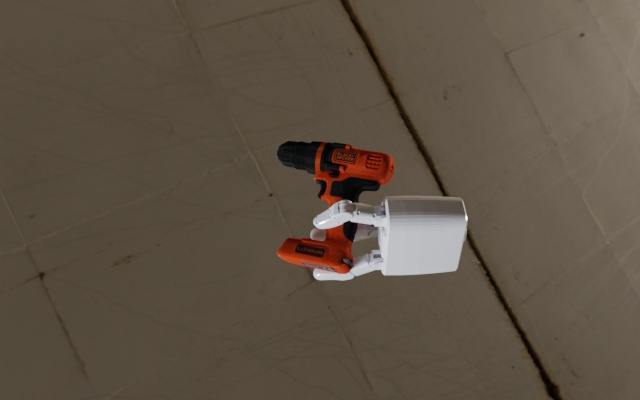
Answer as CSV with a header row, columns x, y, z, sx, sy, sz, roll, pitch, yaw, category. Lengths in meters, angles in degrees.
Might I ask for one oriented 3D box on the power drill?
x,y,z,sx,sy,sz,roll,pitch,yaw,category
0.000,0.003,0.696,0.184,0.187,0.057,10,-15,22,power drill
